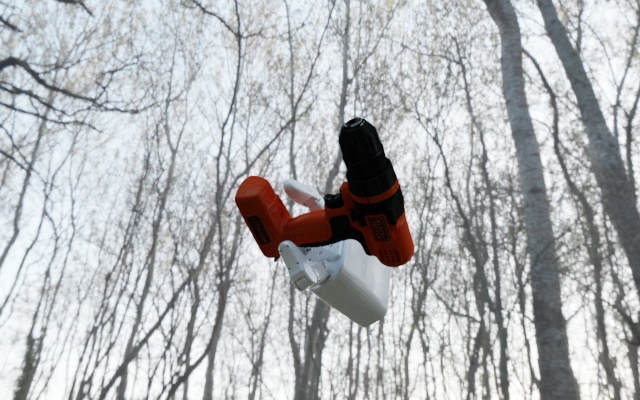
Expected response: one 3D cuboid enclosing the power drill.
[{"bbox_3d":[0.000,0.002,0.537,0.187,0.184,0.057,-4,34,27],"label":"power drill"}]
